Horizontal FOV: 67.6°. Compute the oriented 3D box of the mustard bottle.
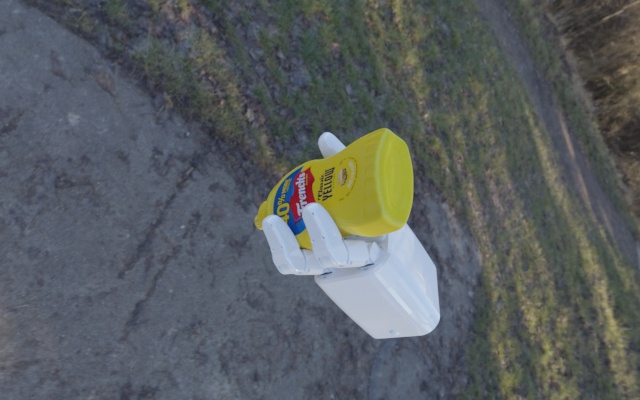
[{"bbox_3d":[0.000,0.001,0.483,0.192,0.096,0.058,-19,-34,41],"label":"mustard bottle"}]
